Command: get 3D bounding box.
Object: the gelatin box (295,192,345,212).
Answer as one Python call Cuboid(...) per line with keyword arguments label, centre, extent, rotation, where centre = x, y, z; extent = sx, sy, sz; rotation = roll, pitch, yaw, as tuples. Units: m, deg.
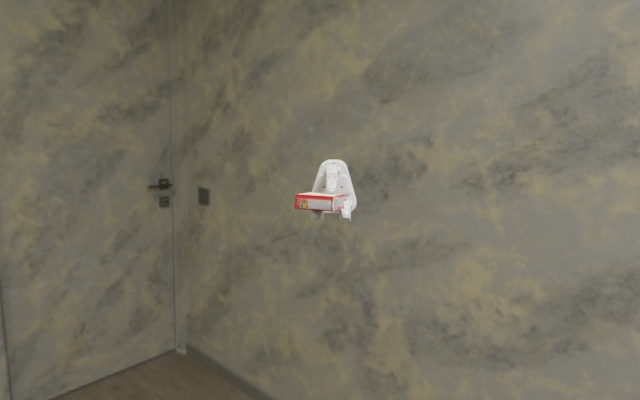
Cuboid(label="gelatin box", centre=(0.000, 0.002, 0.897), extent=(0.073, 0.030, 0.089), rotation=(4, 4, 16))
